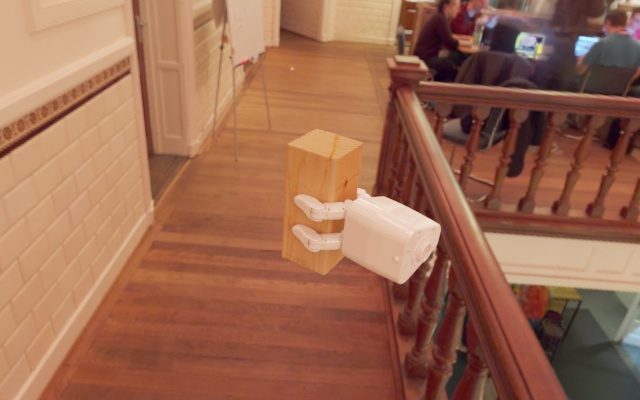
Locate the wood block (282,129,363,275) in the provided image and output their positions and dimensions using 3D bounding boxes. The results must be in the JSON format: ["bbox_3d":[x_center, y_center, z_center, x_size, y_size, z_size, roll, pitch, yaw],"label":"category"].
[{"bbox_3d":[0.001,0.002,0.776,0.090,0.206,0.090,20,32,25],"label":"wood block"}]
